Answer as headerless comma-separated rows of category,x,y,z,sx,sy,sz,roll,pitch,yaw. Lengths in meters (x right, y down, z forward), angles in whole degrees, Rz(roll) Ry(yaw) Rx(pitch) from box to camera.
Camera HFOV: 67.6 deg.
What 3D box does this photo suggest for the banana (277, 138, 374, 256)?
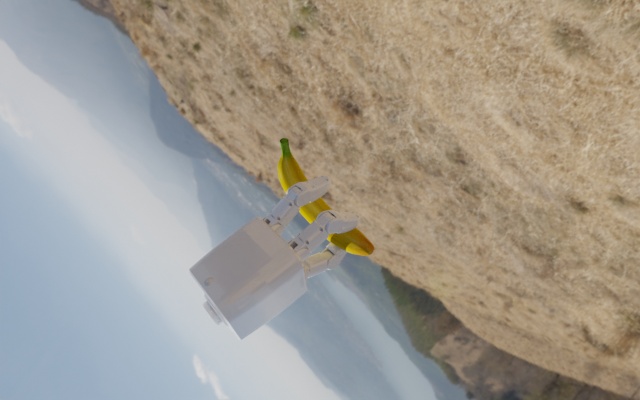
banana,-0.004,0.008,0.640,0.037,0.197,0.070,-34,-18,-20
